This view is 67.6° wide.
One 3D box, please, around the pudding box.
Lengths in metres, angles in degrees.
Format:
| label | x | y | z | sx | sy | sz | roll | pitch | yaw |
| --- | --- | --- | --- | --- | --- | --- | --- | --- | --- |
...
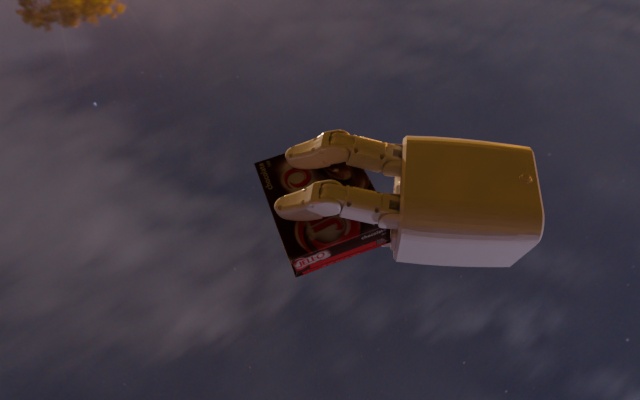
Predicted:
| label | x | y | z | sx | sy | sz | roll | pitch | yaw |
| --- | --- | --- | --- | --- | --- | --- | --- | --- | --- |
| pudding box | 0.000 | 0.001 | 0.425 | 0.090 | 0.113 | 0.039 | -19 | -37 | -8 |
